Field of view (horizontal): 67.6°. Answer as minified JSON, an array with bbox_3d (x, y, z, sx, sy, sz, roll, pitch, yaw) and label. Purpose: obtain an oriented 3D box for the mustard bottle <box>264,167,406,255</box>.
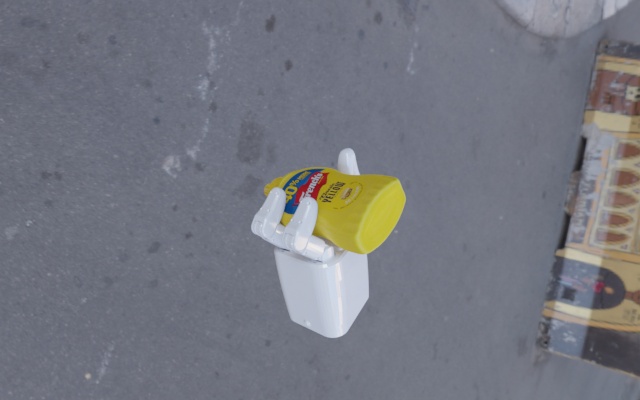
[{"bbox_3d":[0.000,0.002,0.579,0.191,0.096,0.058,13,-35,42],"label":"mustard bottle"}]
